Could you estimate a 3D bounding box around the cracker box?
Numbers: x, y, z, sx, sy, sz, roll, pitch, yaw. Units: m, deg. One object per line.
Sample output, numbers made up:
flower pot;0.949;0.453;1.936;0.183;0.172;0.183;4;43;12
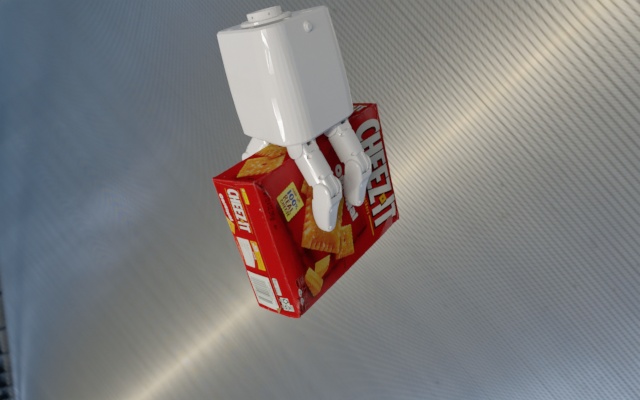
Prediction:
cracker box;0.000;0.002;0.542;0.072;0.164;0.213;8;34;40
